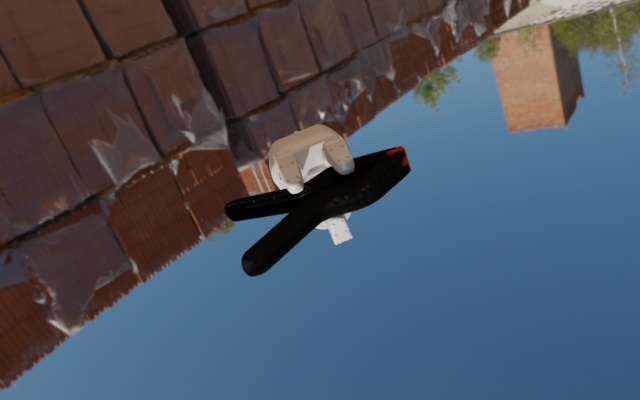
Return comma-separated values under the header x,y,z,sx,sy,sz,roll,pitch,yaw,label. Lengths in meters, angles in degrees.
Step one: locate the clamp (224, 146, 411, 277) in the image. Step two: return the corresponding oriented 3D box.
x,y,z,sx,sy,sz,roll,pitch,yaw,label
0.001,0.002,0.489,0.210,0.036,0.164,-22,24,-2,clamp
